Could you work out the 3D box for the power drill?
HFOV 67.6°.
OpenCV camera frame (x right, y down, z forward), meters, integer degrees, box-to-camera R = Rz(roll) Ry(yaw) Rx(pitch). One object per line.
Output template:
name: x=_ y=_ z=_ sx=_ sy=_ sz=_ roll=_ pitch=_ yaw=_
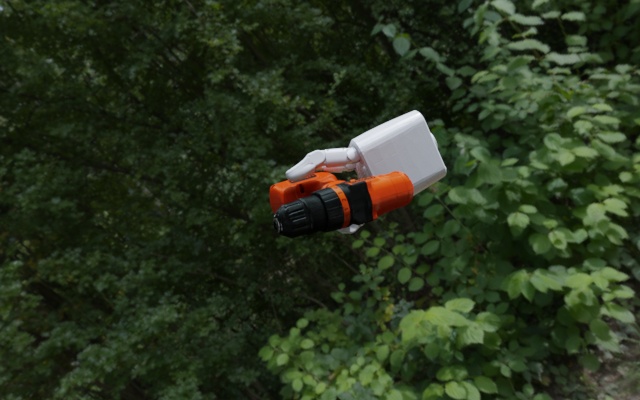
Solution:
power drill: x=0.000 y=0.002 z=0.626 sx=0.184 sy=0.057 sz=0.187 roll=-14 pitch=11 yaw=-25
